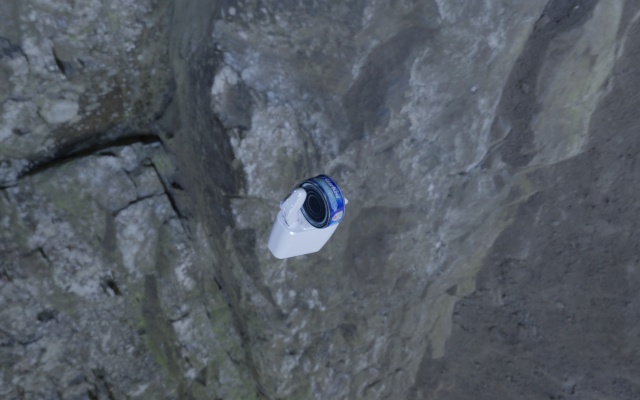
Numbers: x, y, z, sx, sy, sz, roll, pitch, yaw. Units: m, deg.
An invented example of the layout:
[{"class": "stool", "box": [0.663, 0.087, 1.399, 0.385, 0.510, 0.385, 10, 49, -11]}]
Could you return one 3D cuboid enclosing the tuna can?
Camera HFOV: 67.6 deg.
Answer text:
[{"class": "tuna can", "box": [0.000, 0.003, 0.778, 0.033, 0.086, 0.086, -22, 13, -34]}]
